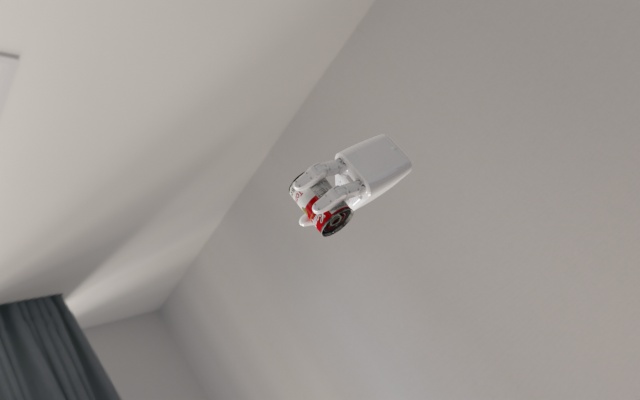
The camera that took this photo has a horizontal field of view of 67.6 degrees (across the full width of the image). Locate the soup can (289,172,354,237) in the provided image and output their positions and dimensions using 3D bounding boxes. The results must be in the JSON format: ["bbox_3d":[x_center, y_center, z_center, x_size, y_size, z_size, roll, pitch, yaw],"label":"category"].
[{"bbox_3d":[0.000,0.003,0.826,0.068,0.102,0.068,-32,-24,-16],"label":"soup can"}]
